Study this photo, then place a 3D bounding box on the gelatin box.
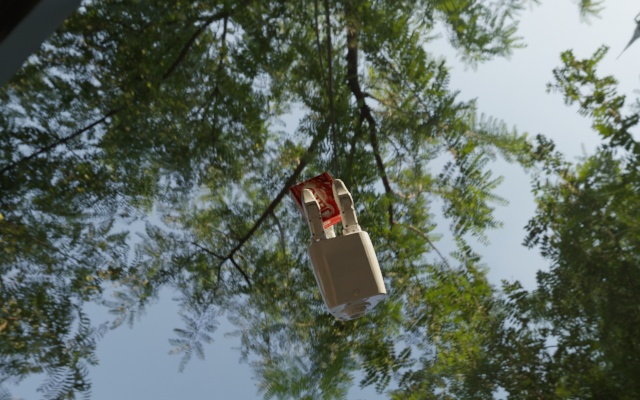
[{"bbox_3d":[0.000,0.003,0.801,0.073,0.089,0.030,-25,-30,-15],"label":"gelatin box"}]
